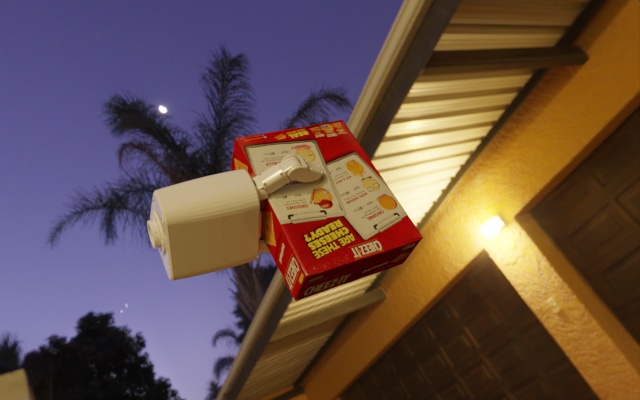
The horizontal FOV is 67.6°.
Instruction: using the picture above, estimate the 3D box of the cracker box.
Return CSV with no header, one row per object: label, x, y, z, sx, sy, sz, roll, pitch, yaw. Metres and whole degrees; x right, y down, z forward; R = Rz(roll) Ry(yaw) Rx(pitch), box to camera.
cracker box,0.000,0.002,0.611,0.164,0.213,0.072,-14,-32,-27
